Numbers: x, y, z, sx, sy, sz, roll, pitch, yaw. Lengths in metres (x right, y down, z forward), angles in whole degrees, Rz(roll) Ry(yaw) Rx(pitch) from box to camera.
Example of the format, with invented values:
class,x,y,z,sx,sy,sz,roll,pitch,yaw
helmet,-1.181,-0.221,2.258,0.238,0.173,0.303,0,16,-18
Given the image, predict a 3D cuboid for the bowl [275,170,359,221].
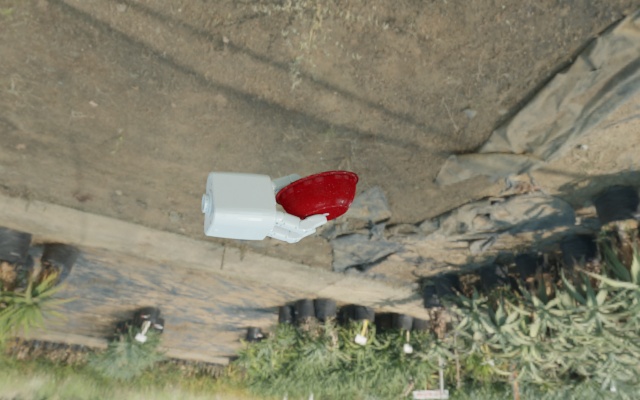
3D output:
class,x,y,z,sx,sy,sz,roll,pitch,yaw
bowl,0.002,0.003,0.884,0.162,0.055,0.162,-14,-18,-5
